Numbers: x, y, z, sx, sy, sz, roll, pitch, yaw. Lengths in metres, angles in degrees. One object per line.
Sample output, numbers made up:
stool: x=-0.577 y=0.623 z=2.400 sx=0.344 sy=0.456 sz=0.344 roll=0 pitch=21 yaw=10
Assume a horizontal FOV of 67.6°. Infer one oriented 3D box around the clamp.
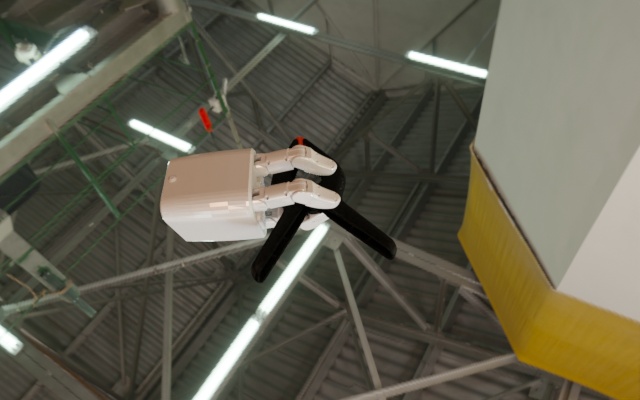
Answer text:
clamp: x=0.000 y=0.002 z=0.589 sx=0.164 sy=0.209 sz=0.036 roll=-4 pitch=-39 yaw=0
